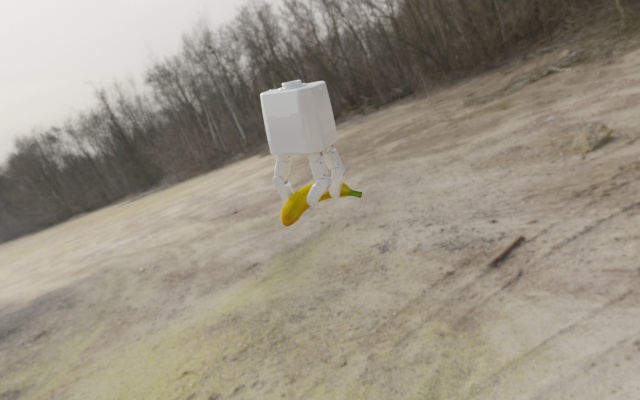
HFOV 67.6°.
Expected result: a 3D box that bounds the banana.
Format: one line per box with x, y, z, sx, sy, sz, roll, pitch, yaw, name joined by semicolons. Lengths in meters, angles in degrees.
-0.011;-0.004;0.865;0.069;0.037;0.197;22;32;40;banana
